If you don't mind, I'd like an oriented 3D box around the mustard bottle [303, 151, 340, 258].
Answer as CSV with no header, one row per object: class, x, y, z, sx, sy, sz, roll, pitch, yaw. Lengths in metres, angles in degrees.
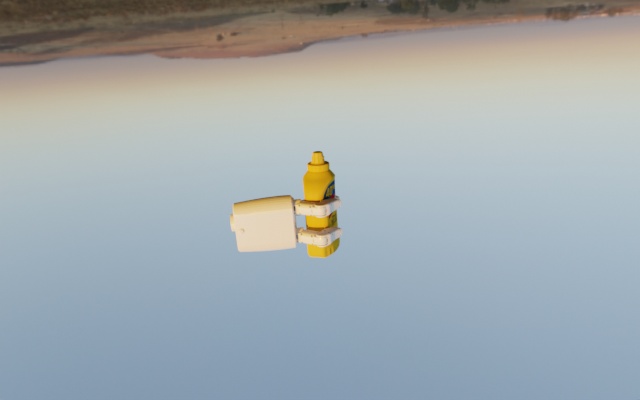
mustard bottle,0.000,0.003,0.891,0.058,0.192,0.096,2,20,19
